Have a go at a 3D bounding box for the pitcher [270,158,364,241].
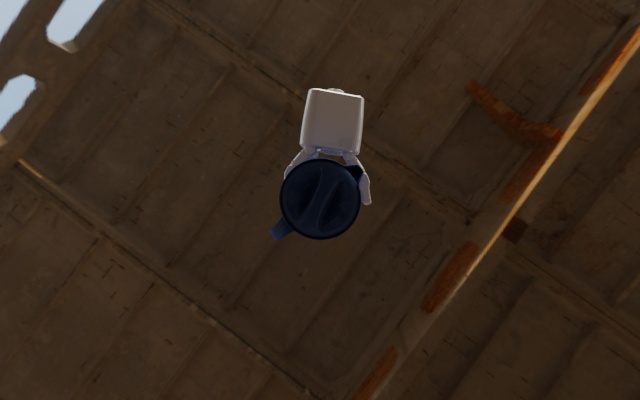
[{"bbox_3d":[0.000,0.003,0.883,0.149,0.145,0.243,6,1,5],"label":"pitcher"}]
